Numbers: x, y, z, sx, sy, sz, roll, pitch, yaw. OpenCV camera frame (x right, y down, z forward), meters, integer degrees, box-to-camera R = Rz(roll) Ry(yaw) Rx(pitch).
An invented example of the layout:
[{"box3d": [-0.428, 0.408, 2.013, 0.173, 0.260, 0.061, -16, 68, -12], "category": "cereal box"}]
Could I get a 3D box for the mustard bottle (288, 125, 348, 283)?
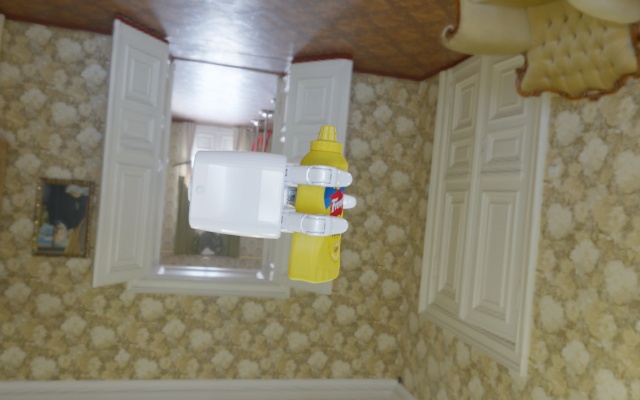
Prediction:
[{"box3d": [0.000, 0.002, 0.601, 0.058, 0.191, 0.096, 6, 1, 21], "category": "mustard bottle"}]
